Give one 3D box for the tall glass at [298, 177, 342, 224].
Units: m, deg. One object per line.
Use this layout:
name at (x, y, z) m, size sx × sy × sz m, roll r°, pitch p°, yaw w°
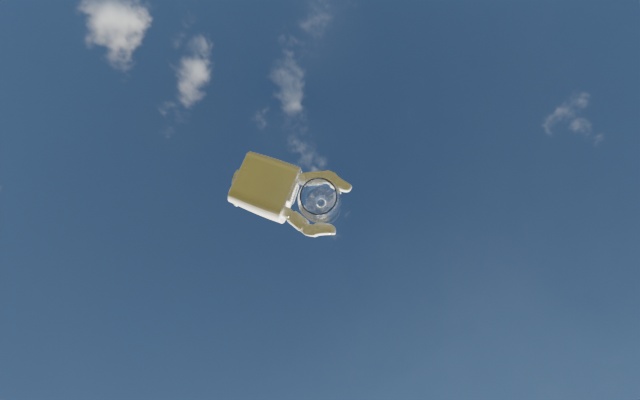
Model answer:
tall glass at (0.000, 0.003, 0.877) m, size 0.079 × 0.079 × 0.201 m, roll 0°, pitch -6°, yaw 2°
